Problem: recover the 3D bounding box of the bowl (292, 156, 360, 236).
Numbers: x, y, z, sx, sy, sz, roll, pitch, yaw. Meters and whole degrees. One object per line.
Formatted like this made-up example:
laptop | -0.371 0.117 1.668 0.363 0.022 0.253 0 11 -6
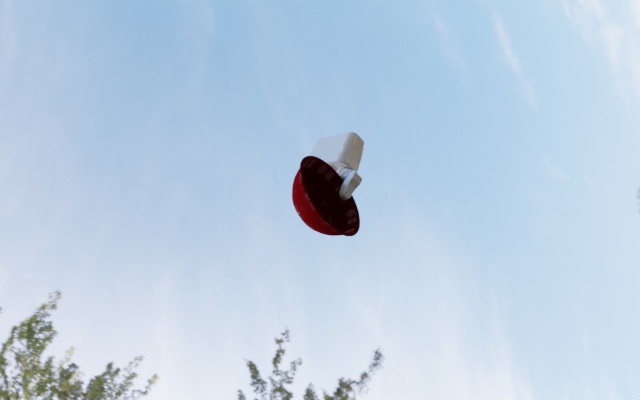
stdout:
bowl | -0.001 0.004 0.841 0.055 0.162 0.162 -33 -16 26
